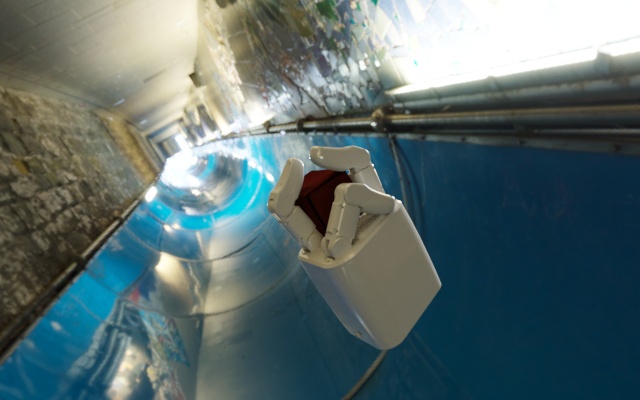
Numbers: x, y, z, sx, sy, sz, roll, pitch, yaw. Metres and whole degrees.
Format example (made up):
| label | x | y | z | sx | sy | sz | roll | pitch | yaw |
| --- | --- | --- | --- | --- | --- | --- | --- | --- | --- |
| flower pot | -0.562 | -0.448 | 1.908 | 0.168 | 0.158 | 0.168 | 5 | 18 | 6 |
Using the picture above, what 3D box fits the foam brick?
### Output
| label | x | y | z | sx | sy | sz | roll | pitch | yaw |
| --- | --- | --- | --- | --- | --- | --- | --- | --- | --- |
| foam brick | 0.000 | 0.002 | 0.501 | 0.053 | 0.051 | 0.078 | -36 | 16 | -20 |
